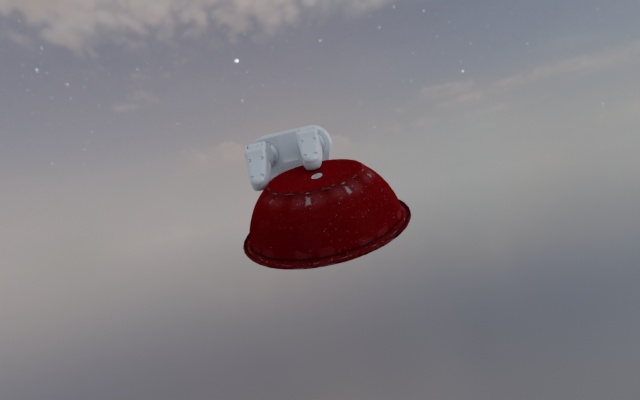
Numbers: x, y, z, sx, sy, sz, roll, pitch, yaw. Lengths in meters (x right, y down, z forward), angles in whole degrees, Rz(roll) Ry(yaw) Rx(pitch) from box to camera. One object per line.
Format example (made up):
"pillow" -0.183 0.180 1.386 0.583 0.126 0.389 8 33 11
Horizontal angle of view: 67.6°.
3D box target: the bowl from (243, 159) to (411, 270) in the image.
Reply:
"bowl" 0.000 0.001 0.446 0.162 0.055 0.162 -11 20 4
